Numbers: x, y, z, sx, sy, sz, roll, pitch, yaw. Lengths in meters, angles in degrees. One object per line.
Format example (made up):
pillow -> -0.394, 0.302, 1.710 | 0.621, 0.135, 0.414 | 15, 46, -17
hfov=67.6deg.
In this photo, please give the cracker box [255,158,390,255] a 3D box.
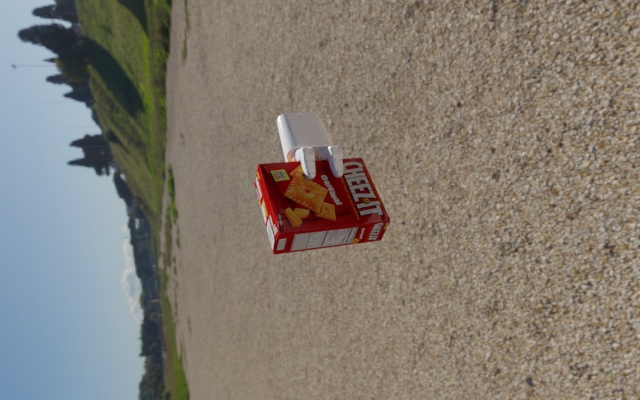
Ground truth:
cracker box -> 0.000, 0.003, 0.887 | 0.213, 0.164, 0.072 | -6, -37, -19
